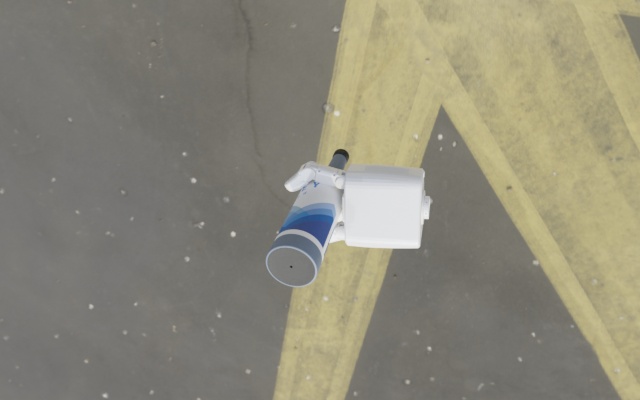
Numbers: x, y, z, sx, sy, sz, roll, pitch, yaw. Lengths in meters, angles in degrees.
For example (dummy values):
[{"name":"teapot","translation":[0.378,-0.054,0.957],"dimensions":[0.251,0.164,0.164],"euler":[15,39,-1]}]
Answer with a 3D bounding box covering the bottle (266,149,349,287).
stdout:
[{"name":"bottle","translation":[0.000,0.002,0.703],"dimensions":[0.069,0.069,0.295],"euler":[0,33,17]}]
